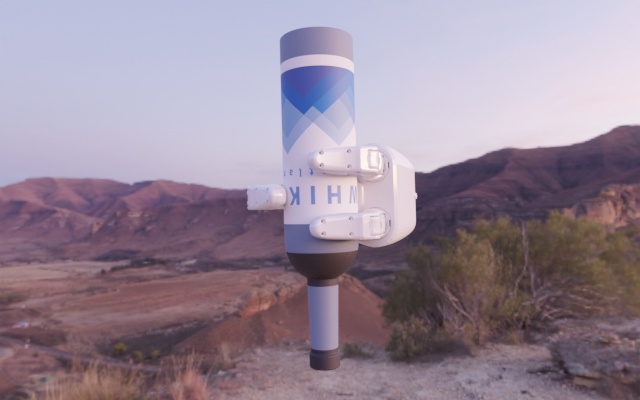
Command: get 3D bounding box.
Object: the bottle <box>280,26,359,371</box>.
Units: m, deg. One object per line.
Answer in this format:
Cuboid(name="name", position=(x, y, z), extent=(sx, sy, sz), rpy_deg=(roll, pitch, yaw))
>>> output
Cuboid(name="bottle", position=(0.000, 0.001, 0.430), extent=(0.069, 0.295, 0.069), rpy_deg=(-2, -1, 0))
